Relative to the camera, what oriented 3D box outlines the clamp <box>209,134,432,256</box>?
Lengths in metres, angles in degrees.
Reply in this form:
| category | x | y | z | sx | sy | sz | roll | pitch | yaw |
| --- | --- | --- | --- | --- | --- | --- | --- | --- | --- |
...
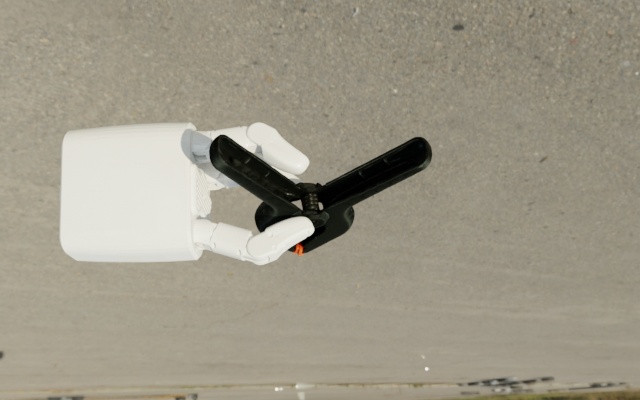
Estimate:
| category | x | y | z | sx | sy | sz | roll | pitch | yaw |
| --- | --- | --- | --- | --- | --- | --- | --- | --- | --- |
| clamp | 0.000 | 0.002 | 0.427 | 0.164 | 0.036 | 0.210 | -3 | -25 | -3 |
